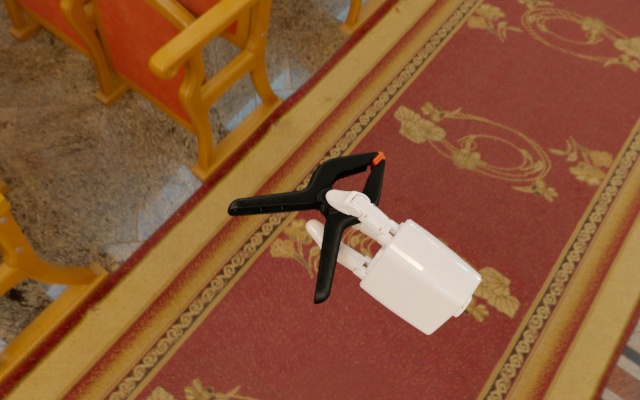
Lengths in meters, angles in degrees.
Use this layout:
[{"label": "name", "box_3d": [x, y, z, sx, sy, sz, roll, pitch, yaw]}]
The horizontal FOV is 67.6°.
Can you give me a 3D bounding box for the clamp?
[{"label": "clamp", "box_3d": [0.001, 0.001, 0.604, 0.164, 0.210, 0.036, 38, -23, 8]}]
